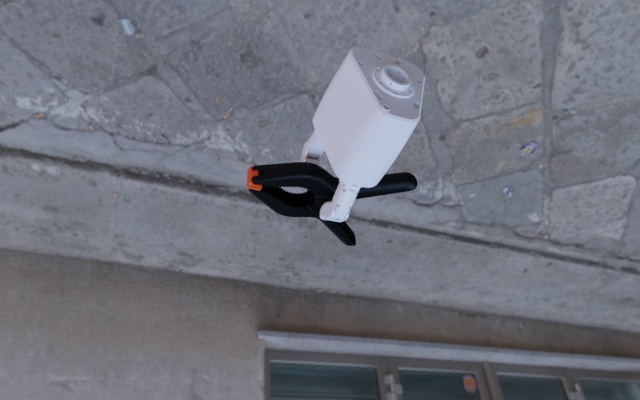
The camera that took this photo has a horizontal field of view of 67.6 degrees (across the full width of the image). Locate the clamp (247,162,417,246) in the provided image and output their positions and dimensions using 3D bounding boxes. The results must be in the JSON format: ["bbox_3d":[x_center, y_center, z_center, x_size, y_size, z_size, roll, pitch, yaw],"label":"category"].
[{"bbox_3d":[0.000,0.002,0.634,0.210,0.036,0.165,10,-40,-19],"label":"clamp"}]
